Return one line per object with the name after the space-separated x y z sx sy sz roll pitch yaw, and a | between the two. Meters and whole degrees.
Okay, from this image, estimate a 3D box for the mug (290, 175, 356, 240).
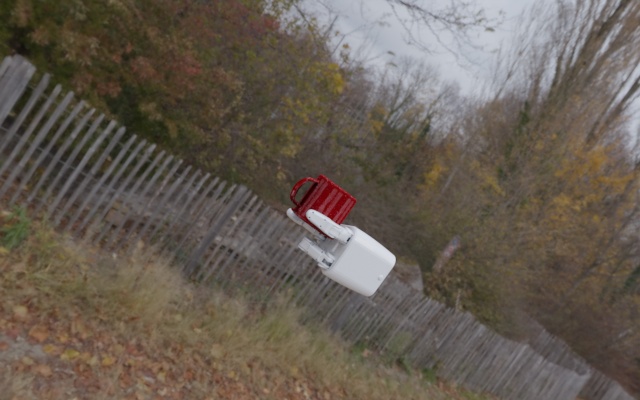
-0.001 0.002 0.830 0.117 0.081 0.093 35 3 -27 | mug
